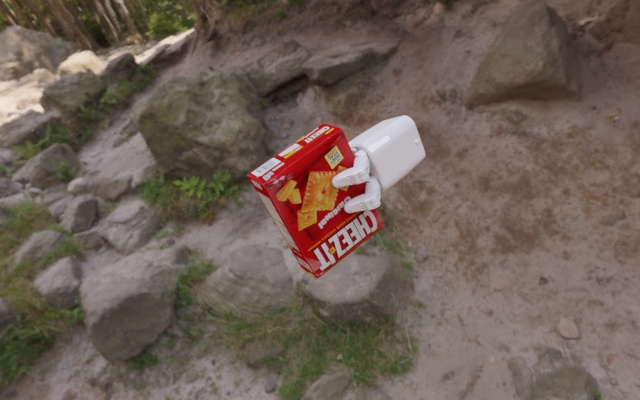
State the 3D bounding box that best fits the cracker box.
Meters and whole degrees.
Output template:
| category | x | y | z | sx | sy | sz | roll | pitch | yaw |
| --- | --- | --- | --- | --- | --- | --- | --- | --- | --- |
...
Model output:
| category | x | y | z | sx | sy | sz | roll | pitch | yaw |
| --- | --- | --- | --- | --- | --- | --- | --- | --- | --- |
| cracker box | 0.000 | 0.002 | 0.819 | 0.164 | 0.214 | 0.072 | -36 | 31 | -15 |
